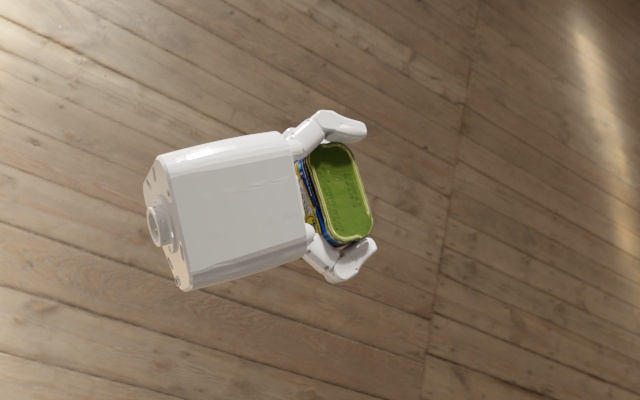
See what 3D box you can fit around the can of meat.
[{"bbox_3d":[0.000,0.002,0.475,0.057,0.102,0.084,-12,-9,-31],"label":"can of meat"}]
